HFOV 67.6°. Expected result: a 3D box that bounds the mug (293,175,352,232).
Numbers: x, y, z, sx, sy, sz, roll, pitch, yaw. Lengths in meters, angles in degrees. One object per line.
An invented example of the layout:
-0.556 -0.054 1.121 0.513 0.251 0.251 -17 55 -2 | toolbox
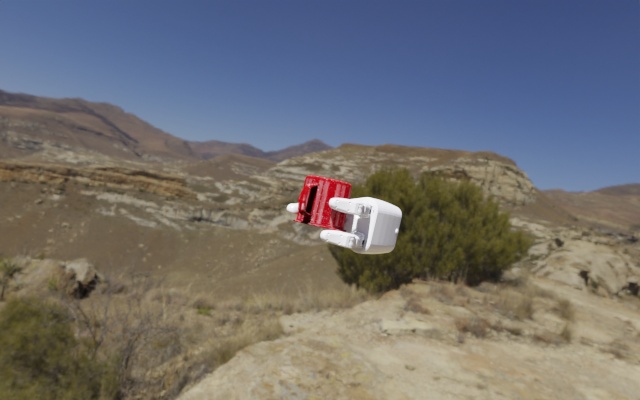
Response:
-0.001 0.002 0.803 0.093 0.081 0.117 11 -1 35 | mug
